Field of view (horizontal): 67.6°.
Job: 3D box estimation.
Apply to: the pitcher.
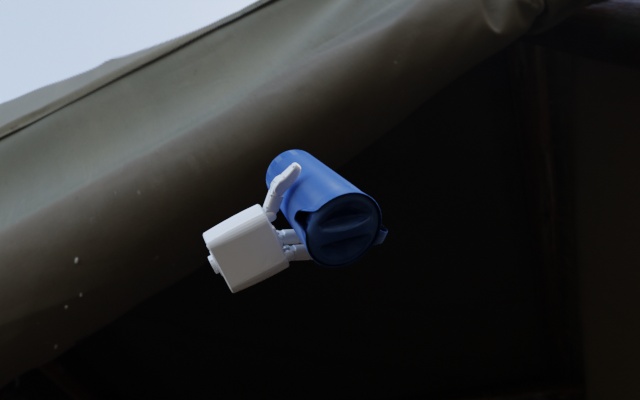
[{"bbox_3d":[0.000,0.003,0.838,0.145,0.149,0.242,-29,35,-10],"label":"pitcher"}]
